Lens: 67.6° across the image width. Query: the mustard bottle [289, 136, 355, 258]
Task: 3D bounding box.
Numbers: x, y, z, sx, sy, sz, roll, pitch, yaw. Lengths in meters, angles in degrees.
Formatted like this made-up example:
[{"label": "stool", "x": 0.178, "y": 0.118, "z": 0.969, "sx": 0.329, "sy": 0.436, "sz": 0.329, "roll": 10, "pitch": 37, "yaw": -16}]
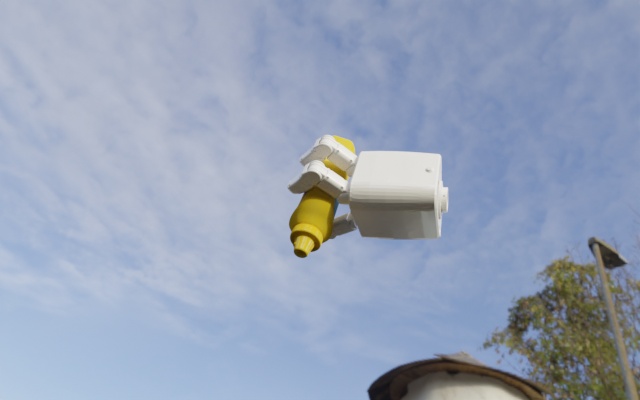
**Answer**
[{"label": "mustard bottle", "x": 0.000, "y": 0.002, "z": 0.651, "sx": 0.058, "sy": 0.191, "sz": 0.096, "roll": 20, "pitch": -45, "yaw": 0}]
